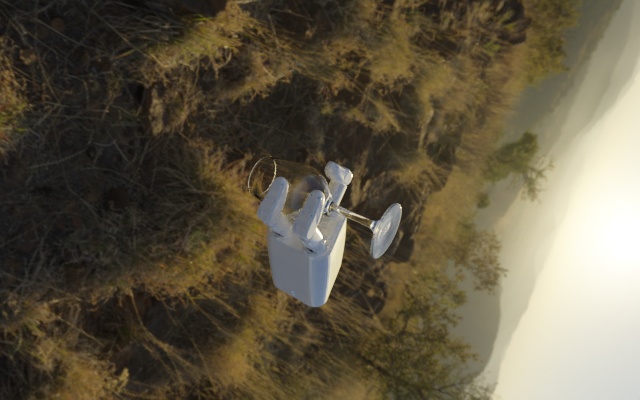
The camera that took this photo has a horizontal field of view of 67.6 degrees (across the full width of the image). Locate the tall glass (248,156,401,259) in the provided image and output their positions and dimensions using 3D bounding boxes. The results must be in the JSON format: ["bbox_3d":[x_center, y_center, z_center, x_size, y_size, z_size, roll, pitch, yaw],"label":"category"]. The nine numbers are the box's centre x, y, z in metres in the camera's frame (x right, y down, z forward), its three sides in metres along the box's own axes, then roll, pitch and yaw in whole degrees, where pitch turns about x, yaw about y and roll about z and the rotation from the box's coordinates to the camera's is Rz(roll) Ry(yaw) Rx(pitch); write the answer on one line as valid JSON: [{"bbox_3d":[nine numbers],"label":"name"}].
[{"bbox_3d":[0.001,0.002,0.631,0.201,0.079,0.079,24,11,26],"label":"tall glass"}]
